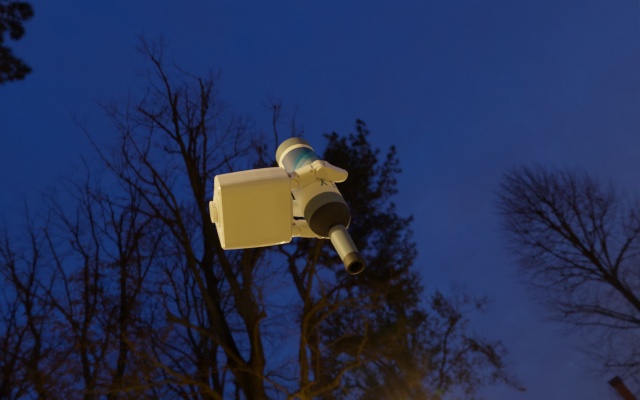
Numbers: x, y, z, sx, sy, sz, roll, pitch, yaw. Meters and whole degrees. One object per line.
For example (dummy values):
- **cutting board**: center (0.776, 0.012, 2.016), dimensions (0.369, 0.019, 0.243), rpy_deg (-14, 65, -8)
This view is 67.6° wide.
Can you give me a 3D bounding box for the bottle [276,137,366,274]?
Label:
- **bottle**: center (0.000, 0.002, 0.746), dimensions (0.069, 0.069, 0.295), rpy_deg (0, 36, -24)
